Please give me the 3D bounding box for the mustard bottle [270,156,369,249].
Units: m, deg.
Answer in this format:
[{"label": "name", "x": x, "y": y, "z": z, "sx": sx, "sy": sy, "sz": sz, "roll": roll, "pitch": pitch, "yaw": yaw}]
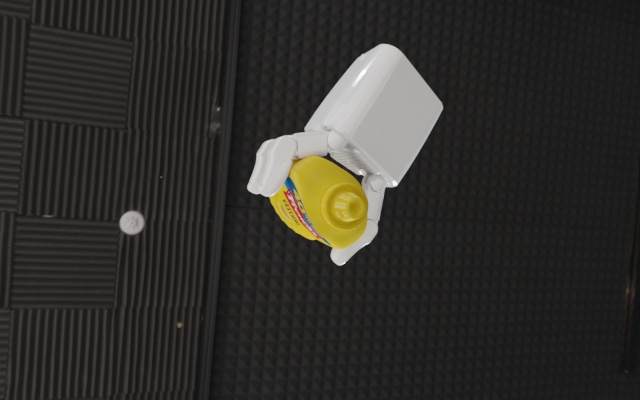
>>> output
[{"label": "mustard bottle", "x": 0.000, "y": 0.002, "z": 0.479, "sx": 0.058, "sy": 0.096, "sz": 0.191, "roll": -32, "pitch": 12, "yaw": -15}]
